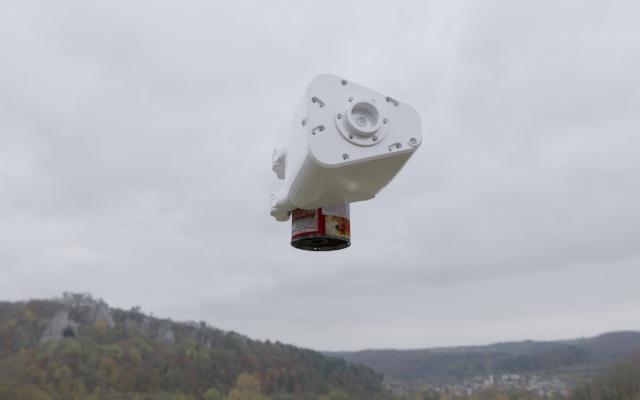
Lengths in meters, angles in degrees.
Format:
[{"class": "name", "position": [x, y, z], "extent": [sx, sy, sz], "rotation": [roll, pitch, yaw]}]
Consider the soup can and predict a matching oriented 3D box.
[{"class": "soup can", "position": [0.000, 0.002, 0.550], "extent": [0.068, 0.102, 0.068], "rotation": [0, -19, 0]}]
